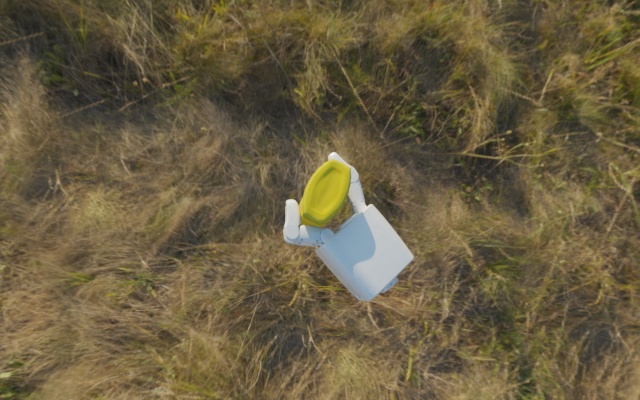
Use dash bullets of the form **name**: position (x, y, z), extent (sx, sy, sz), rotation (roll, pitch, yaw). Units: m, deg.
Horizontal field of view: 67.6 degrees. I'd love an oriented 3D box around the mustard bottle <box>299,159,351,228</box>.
- **mustard bottle**: position (0.000, 0.002, 0.752), extent (0.058, 0.096, 0.192), rotation (25, -12, -1)
